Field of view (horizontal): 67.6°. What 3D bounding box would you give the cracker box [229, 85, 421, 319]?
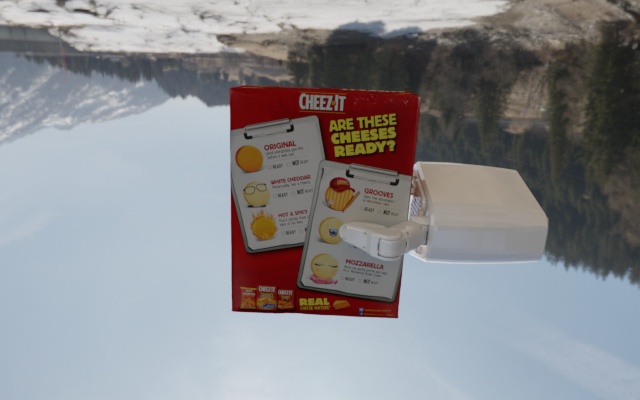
[{"bbox_3d":[0.000,0.002,0.459,0.164,0.214,0.072,2,16,0],"label":"cracker box"}]
